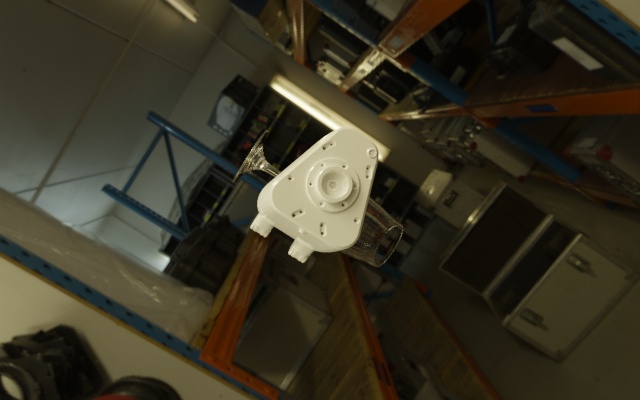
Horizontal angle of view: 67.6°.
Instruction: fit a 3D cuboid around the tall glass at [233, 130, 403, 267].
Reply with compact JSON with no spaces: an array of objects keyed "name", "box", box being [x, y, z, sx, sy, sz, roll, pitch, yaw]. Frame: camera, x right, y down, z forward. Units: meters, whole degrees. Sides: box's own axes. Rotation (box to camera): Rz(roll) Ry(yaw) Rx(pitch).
[{"name":"tall glass","box":[0.000,0.001,0.572,0.201,0.079,0.079,33,-4,-7]}]
